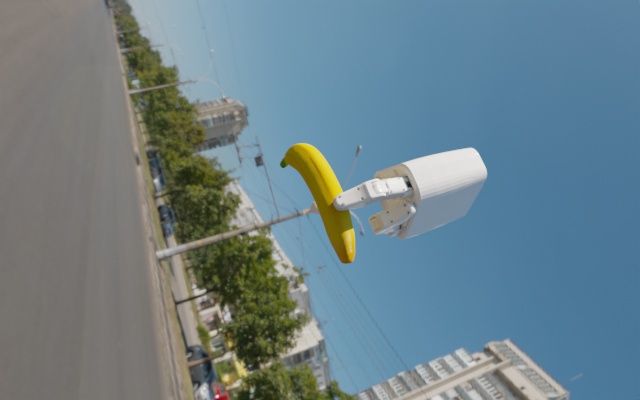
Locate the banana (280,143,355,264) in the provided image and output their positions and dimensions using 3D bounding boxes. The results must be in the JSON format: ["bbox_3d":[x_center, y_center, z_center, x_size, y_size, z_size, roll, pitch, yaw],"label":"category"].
[{"bbox_3d":[-0.001,-0.013,0.591,0.037,0.070,0.197,-16,48,-18],"label":"banana"}]
